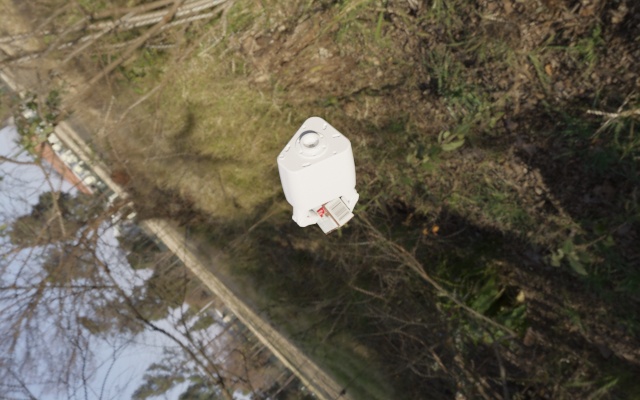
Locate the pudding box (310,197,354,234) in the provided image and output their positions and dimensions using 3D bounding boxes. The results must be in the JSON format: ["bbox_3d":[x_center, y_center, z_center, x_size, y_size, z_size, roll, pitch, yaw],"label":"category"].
[{"bbox_3d":[0.000,0.003,0.867,0.039,0.113,0.090,-38,0,-19],"label":"pudding box"}]
